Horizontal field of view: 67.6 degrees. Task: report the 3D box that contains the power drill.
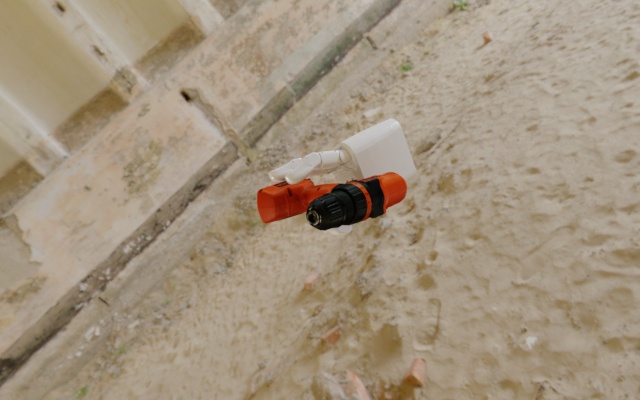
[{"bbox_3d":[0.000,0.002,0.658,0.187,0.057,0.184,0,11,42],"label":"power drill"}]
